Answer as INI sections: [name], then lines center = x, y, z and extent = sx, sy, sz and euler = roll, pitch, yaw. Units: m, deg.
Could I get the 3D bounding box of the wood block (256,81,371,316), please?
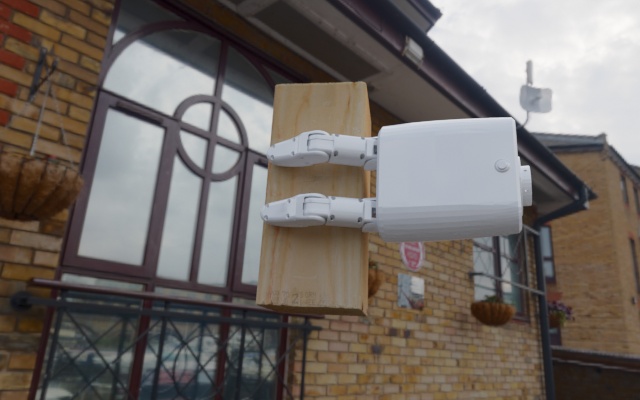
[wood block]
center = 0.001, 0.001, 0.458
extent = 0.090, 0.206, 0.091
euler = 0, -18, 9
